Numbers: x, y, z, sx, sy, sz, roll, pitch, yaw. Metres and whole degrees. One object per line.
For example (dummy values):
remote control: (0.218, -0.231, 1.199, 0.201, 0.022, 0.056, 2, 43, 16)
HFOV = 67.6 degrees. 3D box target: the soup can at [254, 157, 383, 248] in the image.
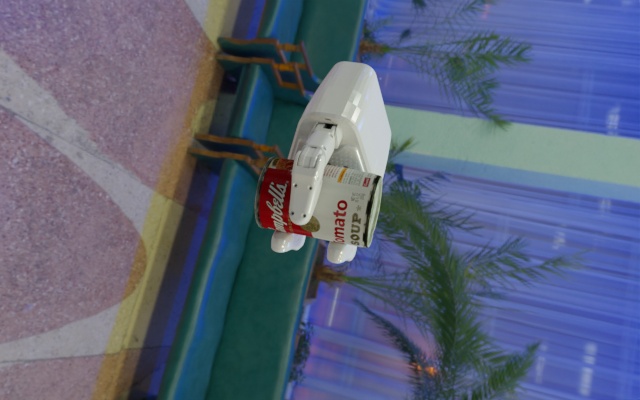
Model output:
soup can: (0.000, 0.002, 0.435, 0.102, 0.068, 0.068, 11, 2, 12)
